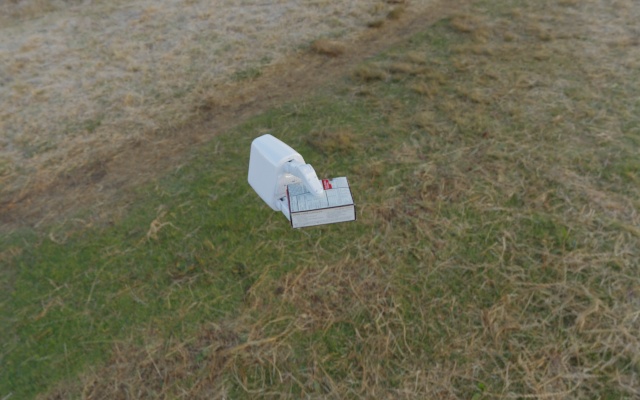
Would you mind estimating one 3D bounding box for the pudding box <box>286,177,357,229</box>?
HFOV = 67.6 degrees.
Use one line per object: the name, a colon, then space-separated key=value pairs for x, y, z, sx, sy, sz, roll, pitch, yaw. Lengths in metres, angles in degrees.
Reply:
pudding box: x=0.000 y=0.003 z=0.824 sx=0.113 sy=0.039 sz=0.090 roll=-9 pitch=36 yaw=-1
